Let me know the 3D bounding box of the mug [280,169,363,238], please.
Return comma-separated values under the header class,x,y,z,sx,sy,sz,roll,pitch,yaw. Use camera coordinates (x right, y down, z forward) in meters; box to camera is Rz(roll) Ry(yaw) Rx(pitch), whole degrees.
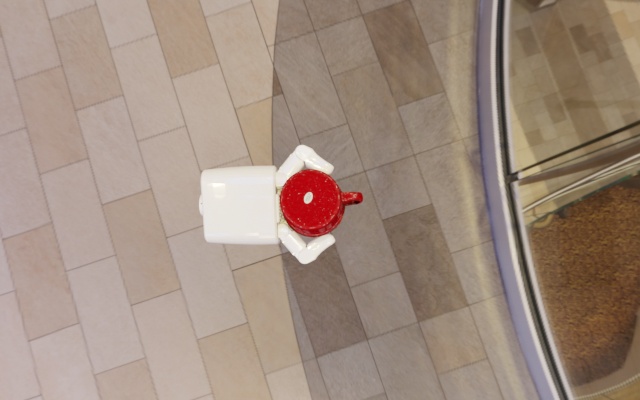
class,x,y,z,sx,sy,sz,roll,pitch,yaw
mug,0.002,0.002,0.654,0.117,0.093,0.081,-3,-6,2
